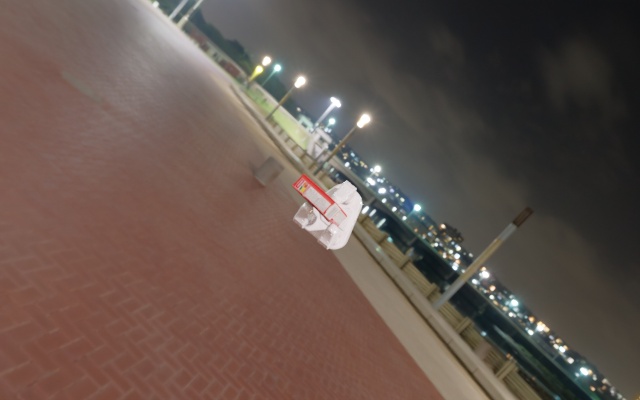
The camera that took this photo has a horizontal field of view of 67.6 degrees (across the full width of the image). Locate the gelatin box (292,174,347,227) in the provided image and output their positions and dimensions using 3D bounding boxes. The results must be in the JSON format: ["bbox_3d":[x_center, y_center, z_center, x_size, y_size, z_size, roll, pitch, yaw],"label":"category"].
[{"bbox_3d":[0.000,0.002,0.763,0.073,0.030,0.089,43,-2,22],"label":"gelatin box"}]
